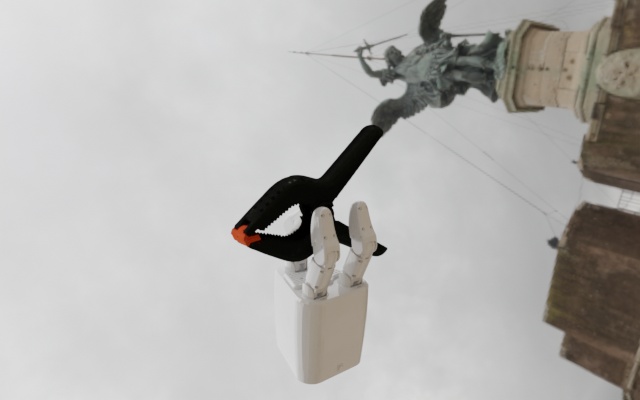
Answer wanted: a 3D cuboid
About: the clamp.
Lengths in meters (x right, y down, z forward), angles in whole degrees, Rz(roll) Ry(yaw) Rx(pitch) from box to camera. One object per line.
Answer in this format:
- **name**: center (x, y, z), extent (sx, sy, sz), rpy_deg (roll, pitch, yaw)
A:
- **clamp**: center (-0.001, 0.002, 0.530), extent (0.210, 0.164, 0.036), rpy_deg (-10, 16, -38)
